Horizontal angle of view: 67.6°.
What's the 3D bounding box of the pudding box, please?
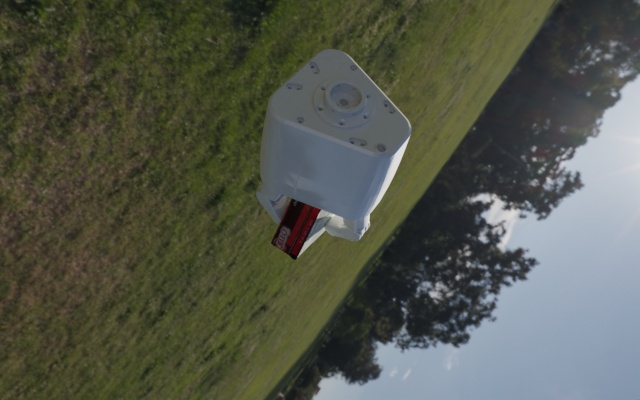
[{"bbox_3d":[0.000,0.002,0.527,0.039,0.090,0.113,36,35,12],"label":"pudding box"}]
